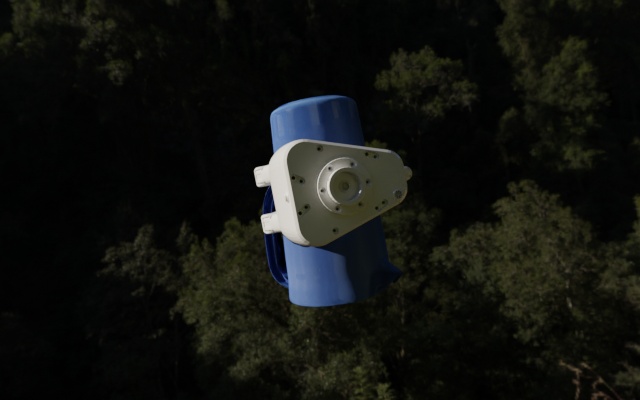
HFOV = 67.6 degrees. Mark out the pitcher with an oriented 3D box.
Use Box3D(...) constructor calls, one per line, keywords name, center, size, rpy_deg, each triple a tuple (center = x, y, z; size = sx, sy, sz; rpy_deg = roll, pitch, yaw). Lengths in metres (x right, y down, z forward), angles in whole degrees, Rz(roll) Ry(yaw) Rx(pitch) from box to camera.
Box3D(name="pitcher", center=(0.000, 0.002, 0.599), size=(0.149, 0.243, 0.145), rpy_deg=(-10, 2, -9))
